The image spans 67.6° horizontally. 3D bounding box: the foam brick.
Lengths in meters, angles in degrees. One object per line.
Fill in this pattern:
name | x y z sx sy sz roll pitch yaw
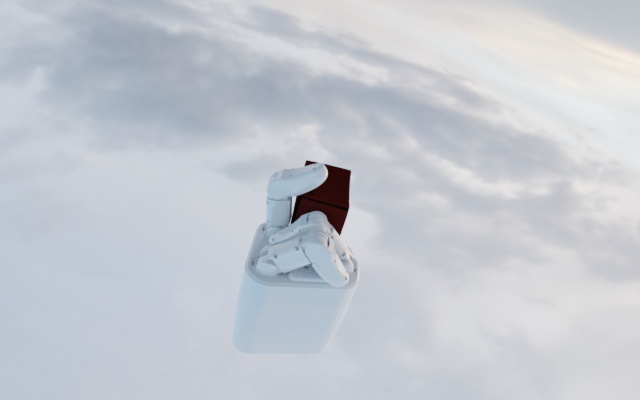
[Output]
foam brick | 0.000 0.001 0.499 0.053 0.051 0.078 14 32 -3
